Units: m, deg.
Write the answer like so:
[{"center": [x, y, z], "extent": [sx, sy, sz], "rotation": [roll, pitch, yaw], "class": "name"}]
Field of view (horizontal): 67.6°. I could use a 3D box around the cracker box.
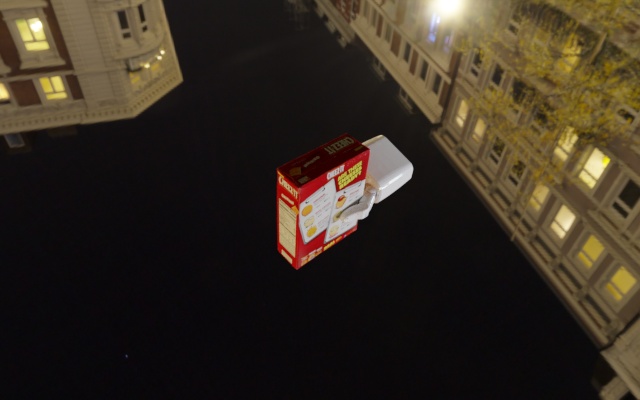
[{"center": [0.000, 0.003, 0.878], "extent": [0.164, 0.214, 0.072], "rotation": [-31, 54, -30], "class": "cracker box"}]
